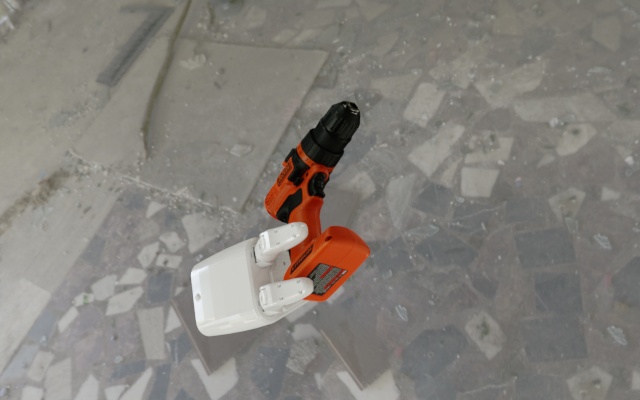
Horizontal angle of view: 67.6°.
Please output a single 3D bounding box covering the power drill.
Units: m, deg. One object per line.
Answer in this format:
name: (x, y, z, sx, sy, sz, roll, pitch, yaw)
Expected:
power drill: (0.000, 0.002, 0.535, 0.057, 0.187, 0.184, 18, -52, -25)
